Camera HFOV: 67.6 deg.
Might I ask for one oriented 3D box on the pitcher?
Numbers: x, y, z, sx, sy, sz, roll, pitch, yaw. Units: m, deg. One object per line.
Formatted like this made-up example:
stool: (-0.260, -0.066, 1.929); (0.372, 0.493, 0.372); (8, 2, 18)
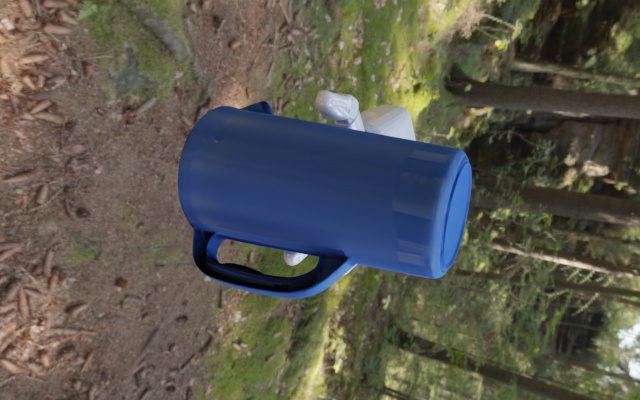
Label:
pitcher: (0.000, 0.001, 0.432); (0.243, 0.149, 0.145); (11, 25, 25)
